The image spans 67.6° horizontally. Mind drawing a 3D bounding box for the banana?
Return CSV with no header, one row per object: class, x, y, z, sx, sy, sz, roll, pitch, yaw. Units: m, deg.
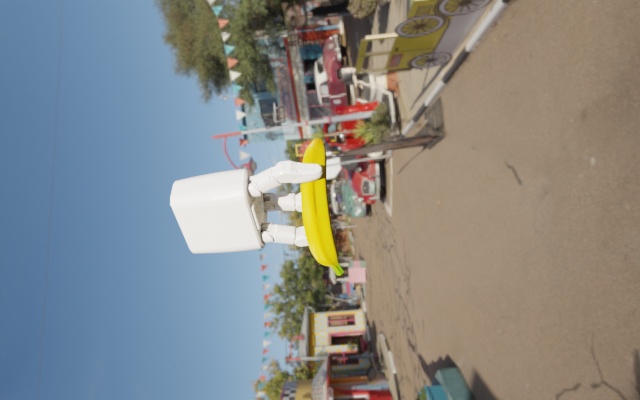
banana,-0.004,0.002,0.643,0.037,0.197,0.070,-10,-14,12
